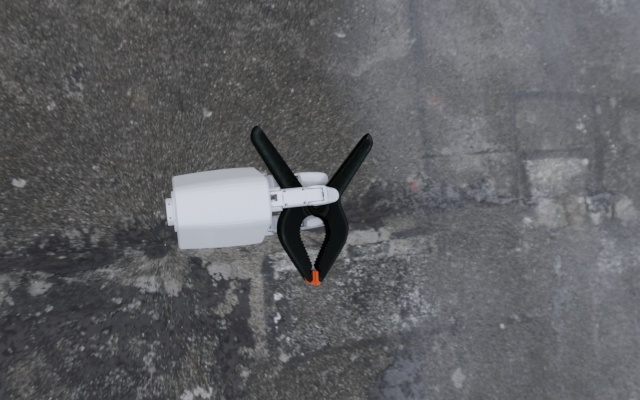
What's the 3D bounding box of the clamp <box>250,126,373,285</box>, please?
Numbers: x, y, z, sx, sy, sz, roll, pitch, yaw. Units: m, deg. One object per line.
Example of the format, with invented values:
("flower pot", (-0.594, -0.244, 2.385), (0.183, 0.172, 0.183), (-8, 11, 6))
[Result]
("clamp", (0.000, 0.003, 0.623), (0.164, 0.210, 0.036), (-6, -3, -15))
